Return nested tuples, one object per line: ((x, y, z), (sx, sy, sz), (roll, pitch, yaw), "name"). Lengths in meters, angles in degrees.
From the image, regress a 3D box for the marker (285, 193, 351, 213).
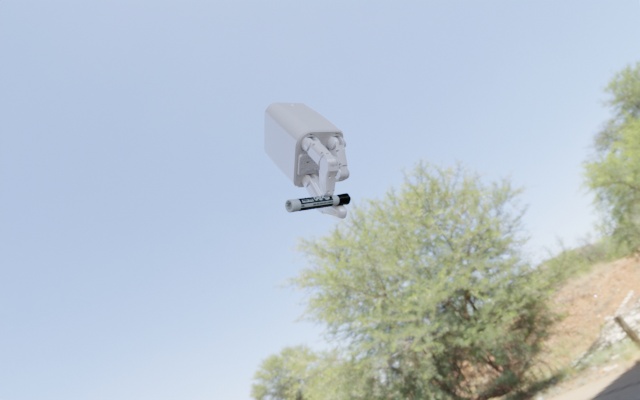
((0.000, 0.002, 0.714), (0.121, 0.020, 0.020), (-7, 5, -41), "marker")
